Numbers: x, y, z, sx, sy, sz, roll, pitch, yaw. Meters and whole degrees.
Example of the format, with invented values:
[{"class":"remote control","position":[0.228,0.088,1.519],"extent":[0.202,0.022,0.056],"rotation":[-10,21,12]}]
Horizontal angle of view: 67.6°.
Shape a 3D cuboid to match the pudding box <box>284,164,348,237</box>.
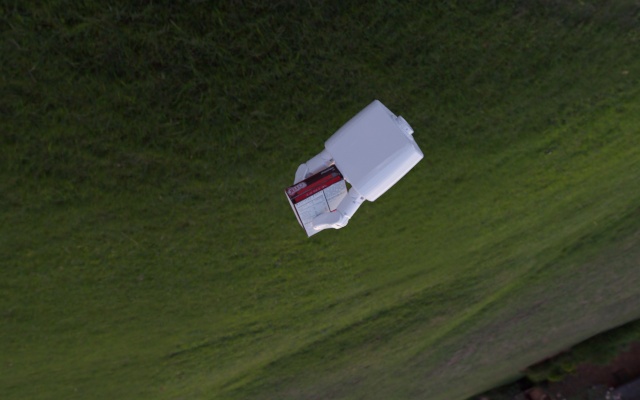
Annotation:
[{"class":"pudding box","position":[0.000,0.003,0.766],"extent":[0.090,0.039,0.114],"rotation":[-26,-35,-5]}]
